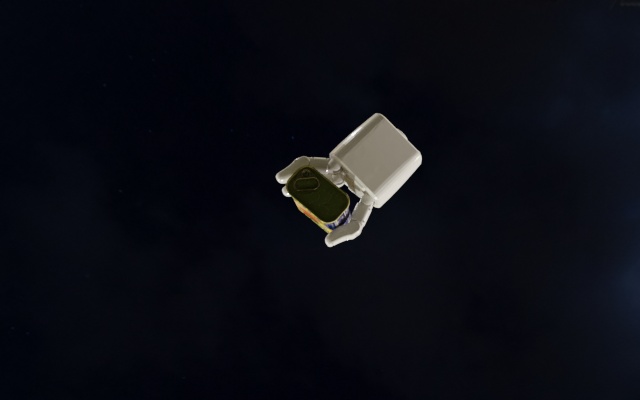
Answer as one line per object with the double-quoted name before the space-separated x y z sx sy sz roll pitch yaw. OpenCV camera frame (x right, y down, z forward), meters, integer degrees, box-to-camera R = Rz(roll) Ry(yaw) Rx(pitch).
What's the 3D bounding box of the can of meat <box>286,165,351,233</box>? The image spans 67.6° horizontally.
"can of meat" 0.000 0.003 0.762 0.102 0.057 0.084 39 -10 18
